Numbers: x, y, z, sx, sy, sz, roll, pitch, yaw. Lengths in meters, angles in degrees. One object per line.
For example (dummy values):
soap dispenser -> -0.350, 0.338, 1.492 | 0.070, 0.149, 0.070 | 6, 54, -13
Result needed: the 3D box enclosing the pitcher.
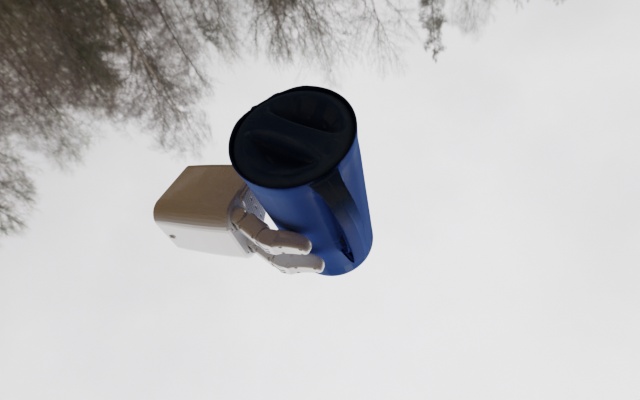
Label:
pitcher -> 0.000, 0.002, 0.562 | 0.145, 0.149, 0.243 | 4, -32, 18
